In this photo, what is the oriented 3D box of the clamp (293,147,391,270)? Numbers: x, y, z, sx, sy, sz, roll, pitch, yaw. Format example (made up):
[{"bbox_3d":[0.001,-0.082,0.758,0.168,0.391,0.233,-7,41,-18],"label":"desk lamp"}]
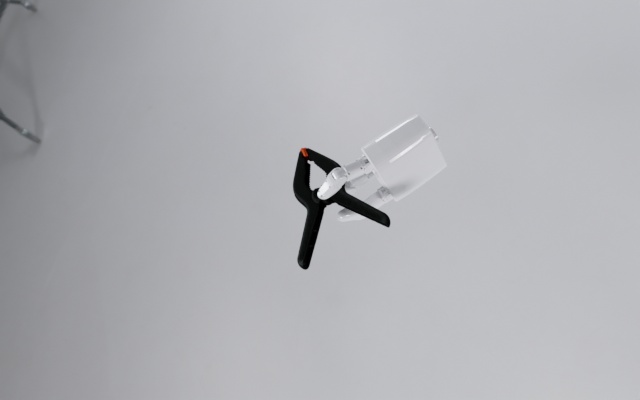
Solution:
[{"bbox_3d":[0.000,0.002,0.801,0.164,0.210,0.036,-34,-30,7],"label":"clamp"}]
